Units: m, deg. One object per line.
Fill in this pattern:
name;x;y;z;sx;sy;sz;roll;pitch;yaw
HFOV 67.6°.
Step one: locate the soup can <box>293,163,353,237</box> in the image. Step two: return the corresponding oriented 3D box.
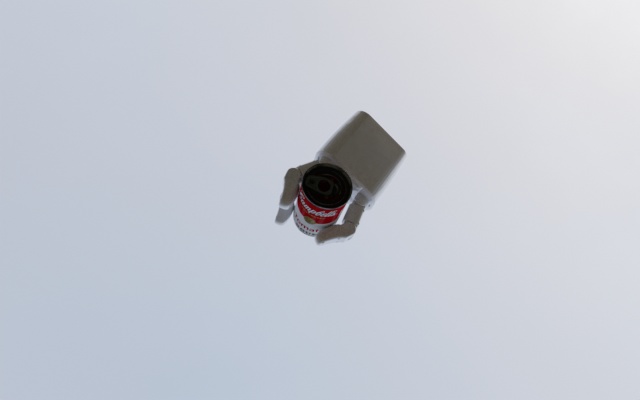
soup can;0.000;0.003;0.664;0.068;0.068;0.102;0;-26;-11
